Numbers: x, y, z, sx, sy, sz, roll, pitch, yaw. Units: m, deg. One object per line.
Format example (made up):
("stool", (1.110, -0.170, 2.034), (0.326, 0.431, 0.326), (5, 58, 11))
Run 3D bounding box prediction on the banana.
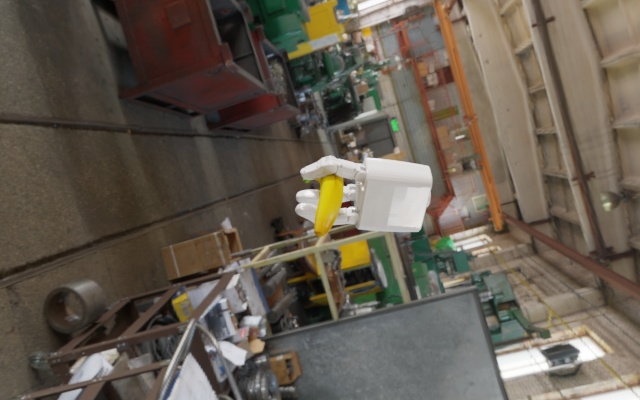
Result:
("banana", (0.009, -0.014, 0.757), (0.037, 0.070, 0.197), (27, 20, -17))
